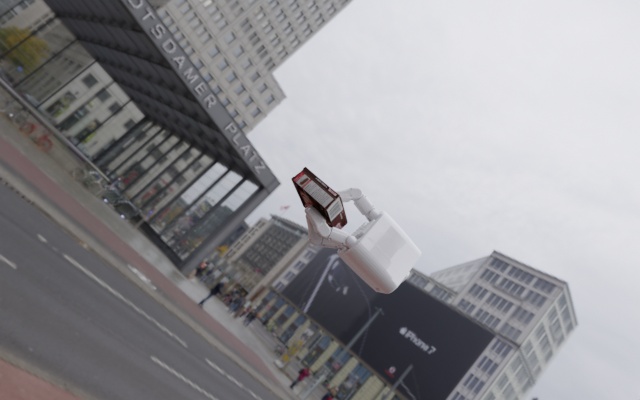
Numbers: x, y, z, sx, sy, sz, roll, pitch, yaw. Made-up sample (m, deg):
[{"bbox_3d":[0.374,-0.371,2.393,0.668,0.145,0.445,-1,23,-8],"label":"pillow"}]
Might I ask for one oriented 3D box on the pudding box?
[{"bbox_3d":[0.000,0.003,0.842,0.090,0.039,0.114,40,-16,25],"label":"pudding box"}]
